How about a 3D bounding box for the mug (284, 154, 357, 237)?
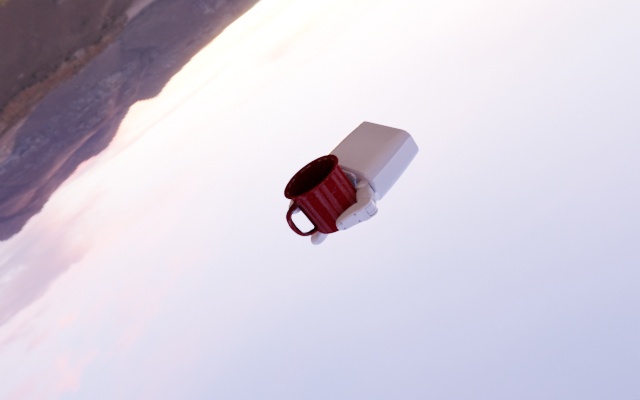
[{"bbox_3d":[-0.001,0.003,0.684,0.117,0.081,0.093,-48,27,-20],"label":"mug"}]
